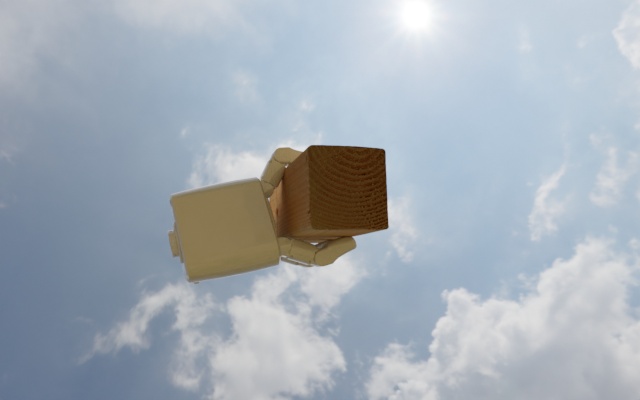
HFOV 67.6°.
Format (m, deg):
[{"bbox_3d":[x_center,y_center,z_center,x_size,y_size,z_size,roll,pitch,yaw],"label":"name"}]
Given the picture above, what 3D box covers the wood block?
[{"bbox_3d":[0.000,0.002,0.594,0.090,0.091,0.206,1,-9,-18],"label":"wood block"}]
